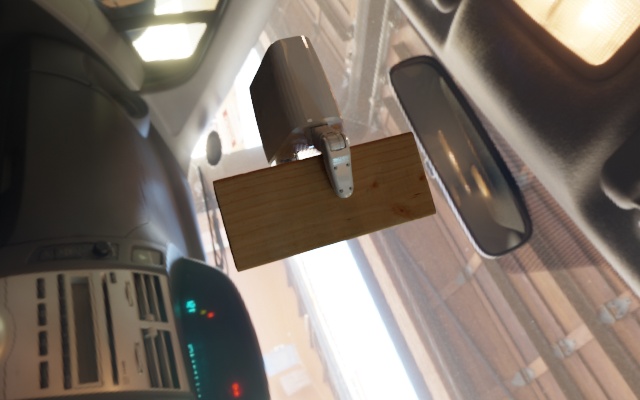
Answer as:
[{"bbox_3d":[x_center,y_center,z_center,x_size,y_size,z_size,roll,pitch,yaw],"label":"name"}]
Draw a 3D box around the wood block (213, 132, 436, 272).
[{"bbox_3d":[0.000,0.001,0.502,0.206,0.090,0.091,-15,-2,-12],"label":"wood block"}]
